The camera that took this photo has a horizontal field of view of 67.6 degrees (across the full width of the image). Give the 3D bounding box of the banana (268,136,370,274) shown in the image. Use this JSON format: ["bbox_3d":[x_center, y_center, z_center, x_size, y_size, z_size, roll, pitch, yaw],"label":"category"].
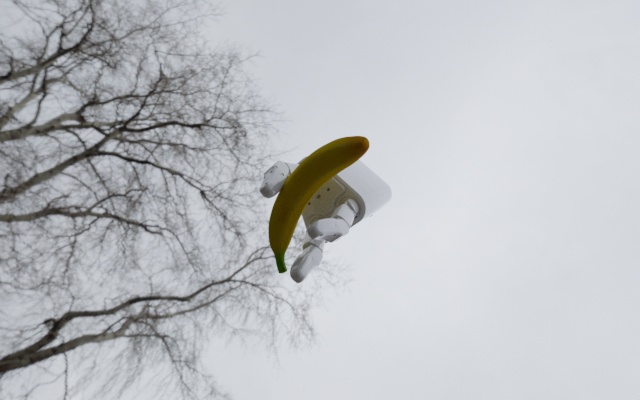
[{"bbox_3d":[-0.014,-0.007,0.560,0.069,0.198,0.037,43,27,22],"label":"banana"}]
